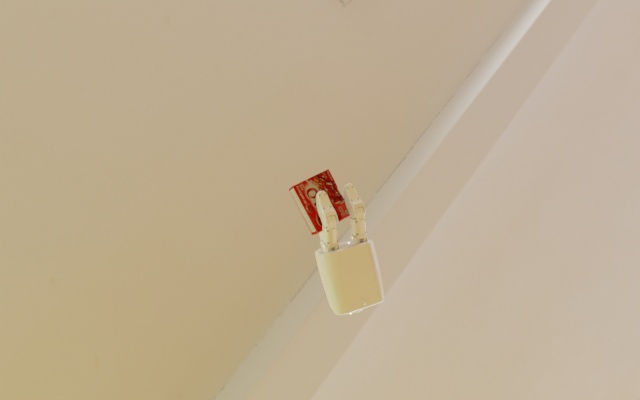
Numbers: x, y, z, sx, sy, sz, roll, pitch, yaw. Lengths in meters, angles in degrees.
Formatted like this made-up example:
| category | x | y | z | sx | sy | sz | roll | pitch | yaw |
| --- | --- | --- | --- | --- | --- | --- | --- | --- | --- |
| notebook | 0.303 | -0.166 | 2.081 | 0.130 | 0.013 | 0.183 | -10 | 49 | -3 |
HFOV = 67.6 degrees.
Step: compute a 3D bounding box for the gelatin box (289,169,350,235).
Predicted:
| category | x | y | z | sx | sy | sz | roll | pitch | yaw |
| --- | --- | --- | --- | --- | --- | --- | --- | --- | --- |
| gelatin box | 0.000 | 0.002 | 0.804 | 0.073 | 0.089 | 0.030 | -27 | -1 | -23 |
